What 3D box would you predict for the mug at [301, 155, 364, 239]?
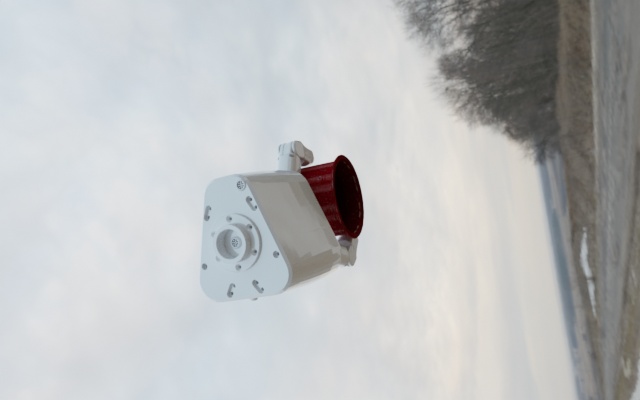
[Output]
[{"bbox_3d":[0.000,0.002,0.549,0.081,0.093,0.117,-10,-3,22],"label":"mug"}]
